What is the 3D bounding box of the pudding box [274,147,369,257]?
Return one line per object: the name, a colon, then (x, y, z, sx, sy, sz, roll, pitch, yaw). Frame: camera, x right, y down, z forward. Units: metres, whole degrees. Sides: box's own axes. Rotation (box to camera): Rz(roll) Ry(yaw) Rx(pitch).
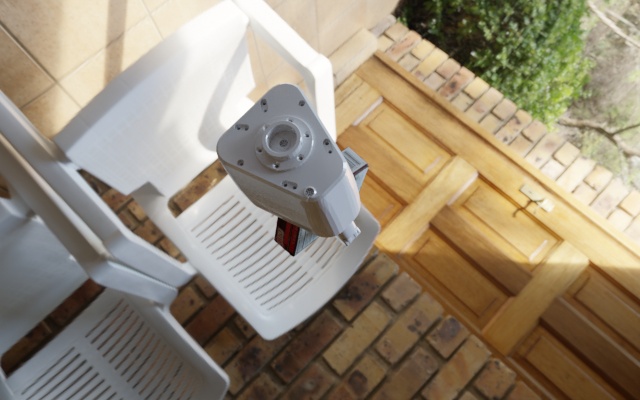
pudding box: (0.000, 0.002, 0.552, 0.113, 0.039, 0.090, -34, -25, -33)
